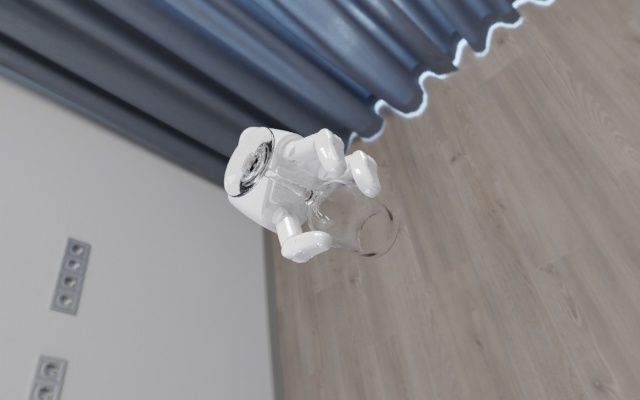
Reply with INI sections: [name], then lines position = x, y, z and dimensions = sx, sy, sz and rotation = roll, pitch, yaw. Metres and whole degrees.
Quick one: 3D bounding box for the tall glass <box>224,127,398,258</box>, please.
[tall glass]
position = 0.000, 0.002, 0.513
dimensions = 0.201, 0.079, 0.079
rotation = 29, -19, -37
